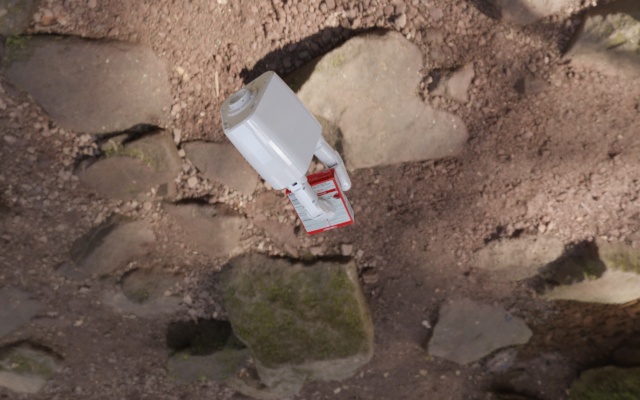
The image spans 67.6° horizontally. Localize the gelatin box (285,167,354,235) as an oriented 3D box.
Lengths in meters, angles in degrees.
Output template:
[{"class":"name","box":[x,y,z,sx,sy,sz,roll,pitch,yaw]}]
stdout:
[{"class":"gelatin box","box":[0.000,0.003,0.690,0.073,0.089,0.030,-17,35,14]}]
